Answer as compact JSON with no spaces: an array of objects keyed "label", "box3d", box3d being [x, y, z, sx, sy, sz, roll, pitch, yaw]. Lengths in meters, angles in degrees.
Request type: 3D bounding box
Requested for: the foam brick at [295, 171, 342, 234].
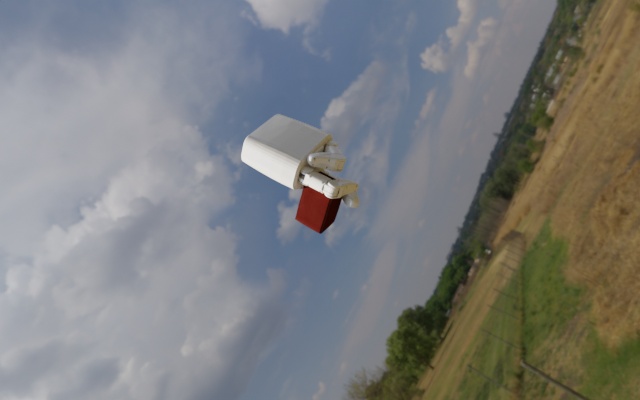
[{"label":"foam brick","box3d":[0.000,0.003,0.774,0.051,0.078,0.053,26,30,17]}]
